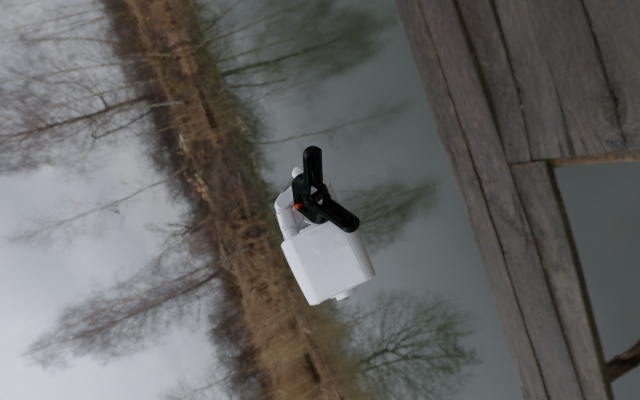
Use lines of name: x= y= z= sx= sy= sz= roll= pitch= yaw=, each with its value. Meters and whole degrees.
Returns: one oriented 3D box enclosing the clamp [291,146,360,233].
clamp: x=-0.001 y=0.002 z=0.663 sx=0.039 sy=0.120 sz=0.171 roll=-24 pitch=-8 yaw=-15
